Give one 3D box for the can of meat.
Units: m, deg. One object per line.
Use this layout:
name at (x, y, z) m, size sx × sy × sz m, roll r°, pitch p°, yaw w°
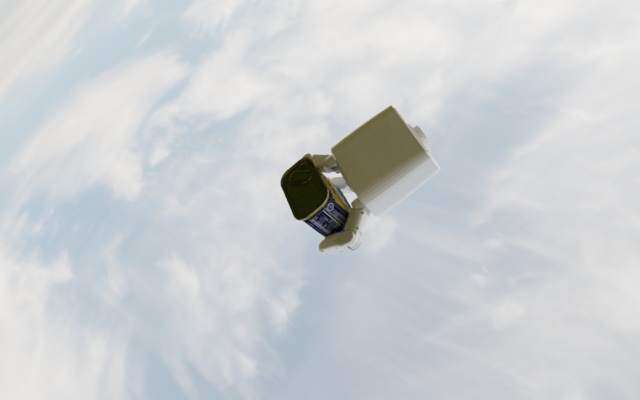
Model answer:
can of meat at (0.000, 0.002, 0.656) m, size 0.084 × 0.057 × 0.102 m, roll 40°, pitch 16°, yaw -42°
